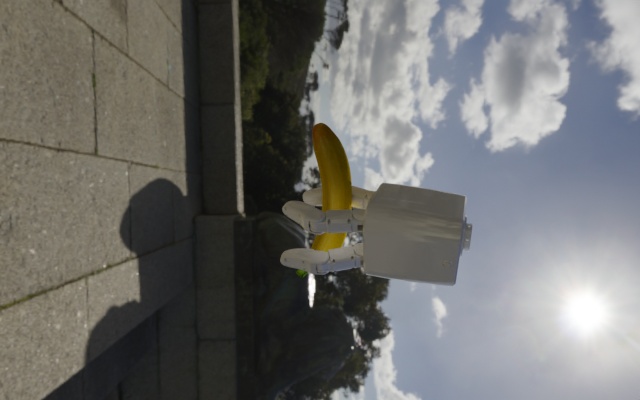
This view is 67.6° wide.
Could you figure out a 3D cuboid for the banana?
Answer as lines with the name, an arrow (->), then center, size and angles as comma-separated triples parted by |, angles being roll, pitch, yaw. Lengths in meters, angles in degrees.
banana -> 0.011, 0.001, 0.586 | 0.037, 0.198, 0.069 | 19, 24, 34
